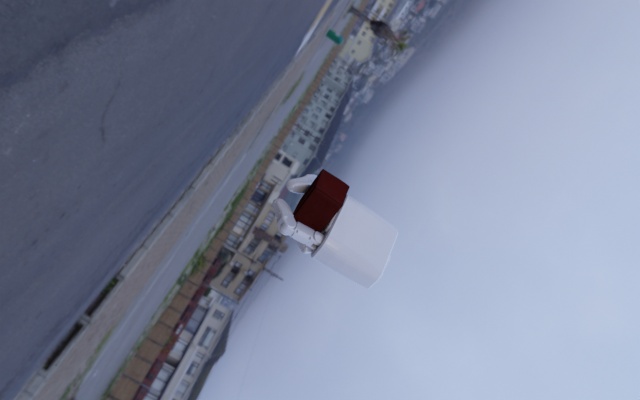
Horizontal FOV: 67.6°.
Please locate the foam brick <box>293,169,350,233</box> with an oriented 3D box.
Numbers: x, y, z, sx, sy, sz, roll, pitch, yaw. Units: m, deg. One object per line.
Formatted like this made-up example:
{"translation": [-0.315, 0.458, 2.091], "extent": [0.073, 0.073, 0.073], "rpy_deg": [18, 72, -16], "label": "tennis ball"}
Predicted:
{"translation": [0.000, 0.002, 0.726], "extent": [0.051, 0.078, 0.053], "rpy_deg": [32, 39, -6], "label": "foam brick"}
